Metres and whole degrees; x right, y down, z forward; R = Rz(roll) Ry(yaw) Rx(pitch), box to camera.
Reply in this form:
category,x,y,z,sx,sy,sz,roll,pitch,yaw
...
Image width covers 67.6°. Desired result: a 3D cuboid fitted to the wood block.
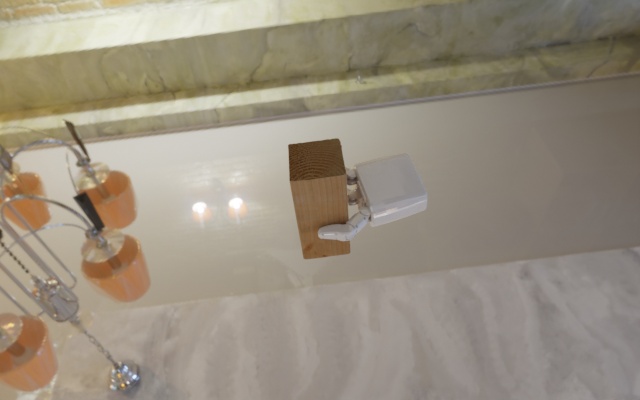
category,x,y,z,sx,sy,sz,roll,pitch,yaw
wood block,0.001,0.003,0.836,0.090,0.090,0.206,-7,-43,0
